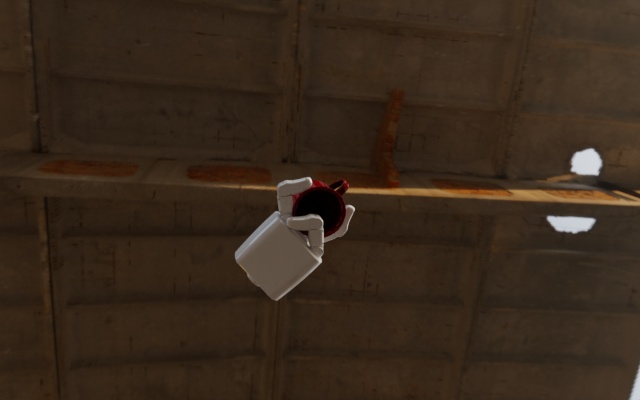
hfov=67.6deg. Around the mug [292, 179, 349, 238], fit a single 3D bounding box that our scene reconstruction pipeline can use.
[{"bbox_3d":[0.001,0.002,0.849,0.117,0.093,0.081,-42,18,3],"label":"mug"}]
